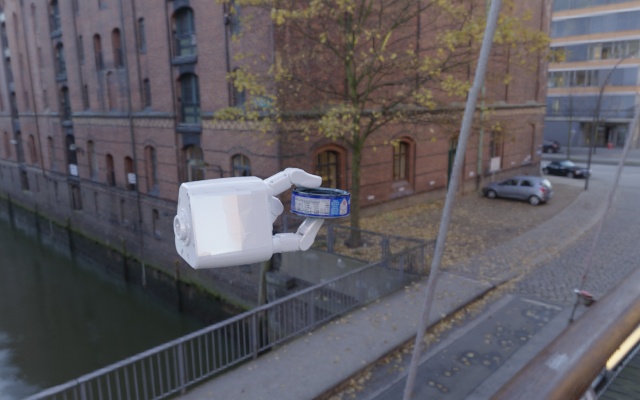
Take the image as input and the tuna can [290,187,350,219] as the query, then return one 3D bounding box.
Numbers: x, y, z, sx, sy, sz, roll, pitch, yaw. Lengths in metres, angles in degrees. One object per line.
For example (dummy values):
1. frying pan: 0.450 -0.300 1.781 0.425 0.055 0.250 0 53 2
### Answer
1. tuna can: 0.000 0.002 0.689 0.086 0.034 0.086 4 9 -1
